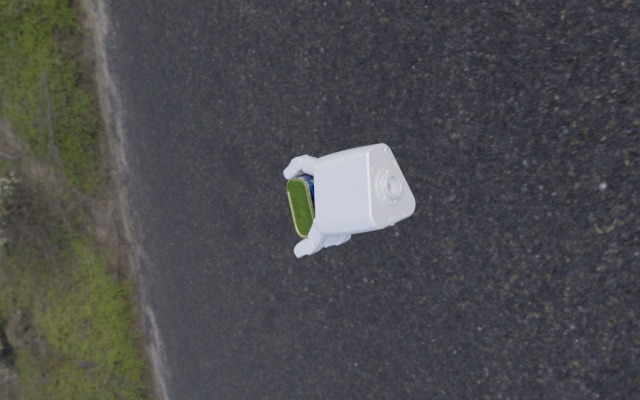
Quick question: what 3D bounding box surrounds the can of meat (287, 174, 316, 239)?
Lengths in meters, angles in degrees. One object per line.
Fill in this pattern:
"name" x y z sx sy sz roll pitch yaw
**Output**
"can of meat" 0.000 0.002 0.750 0.084 0.102 0.057 -20 11 -40
